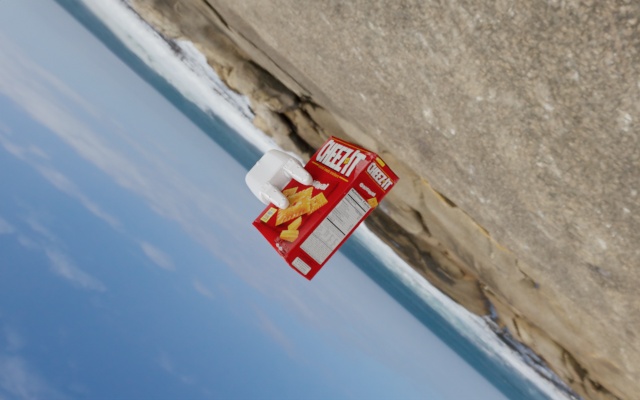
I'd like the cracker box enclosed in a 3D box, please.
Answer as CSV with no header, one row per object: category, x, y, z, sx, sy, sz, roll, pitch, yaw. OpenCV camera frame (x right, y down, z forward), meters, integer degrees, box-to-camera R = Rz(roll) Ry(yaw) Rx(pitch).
cracker box,0.000,0.003,0.784,0.072,0.213,0.164,43,-4,-30
